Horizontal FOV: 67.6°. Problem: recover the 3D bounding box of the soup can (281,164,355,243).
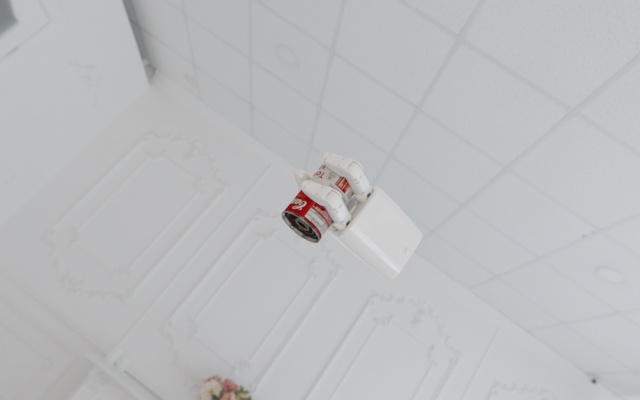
[{"bbox_3d":[0.000,0.002,0.701,0.068,0.102,0.068,33,-22,15],"label":"soup can"}]
